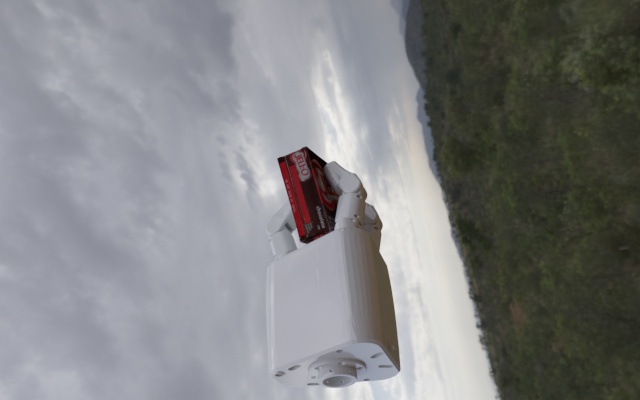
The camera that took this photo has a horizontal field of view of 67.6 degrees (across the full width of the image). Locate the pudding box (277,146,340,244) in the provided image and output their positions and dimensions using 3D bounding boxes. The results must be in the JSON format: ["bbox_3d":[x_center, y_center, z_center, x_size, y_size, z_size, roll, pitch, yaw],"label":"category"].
[{"bbox_3d":[0.000,0.002,0.506,0.039,0.090,0.113,-18,-14,12],"label":"pudding box"}]
